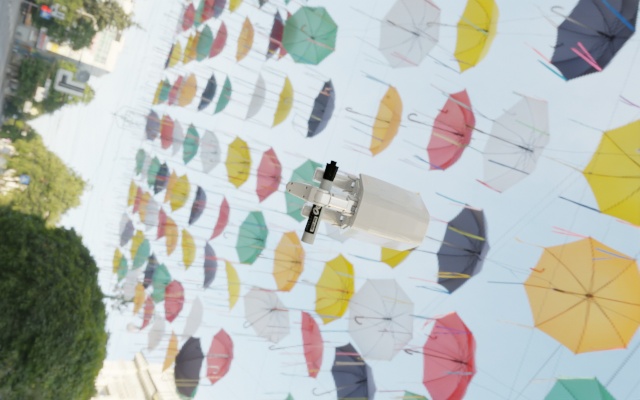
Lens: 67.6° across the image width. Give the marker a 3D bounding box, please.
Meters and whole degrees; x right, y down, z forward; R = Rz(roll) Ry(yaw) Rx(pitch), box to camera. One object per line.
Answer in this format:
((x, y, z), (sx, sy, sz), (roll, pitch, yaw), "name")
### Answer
((0.000, 0.002, 0.666), (0.020, 0.121, 0.020), (19, 4, -1), "marker")
